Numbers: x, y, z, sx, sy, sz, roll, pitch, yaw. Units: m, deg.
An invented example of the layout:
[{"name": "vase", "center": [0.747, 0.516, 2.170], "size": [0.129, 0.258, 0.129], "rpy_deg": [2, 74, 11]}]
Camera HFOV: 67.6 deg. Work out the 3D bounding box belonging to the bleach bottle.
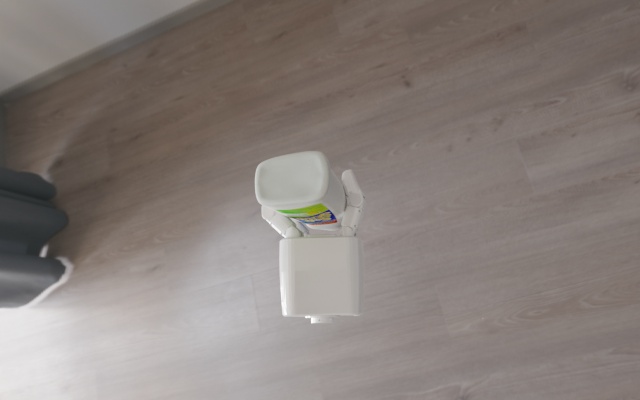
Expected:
[{"name": "bleach bottle", "center": [0.000, 0.002, 0.698], "size": [0.102, 0.068, 0.251], "rpy_deg": [-7, -16, 17]}]
